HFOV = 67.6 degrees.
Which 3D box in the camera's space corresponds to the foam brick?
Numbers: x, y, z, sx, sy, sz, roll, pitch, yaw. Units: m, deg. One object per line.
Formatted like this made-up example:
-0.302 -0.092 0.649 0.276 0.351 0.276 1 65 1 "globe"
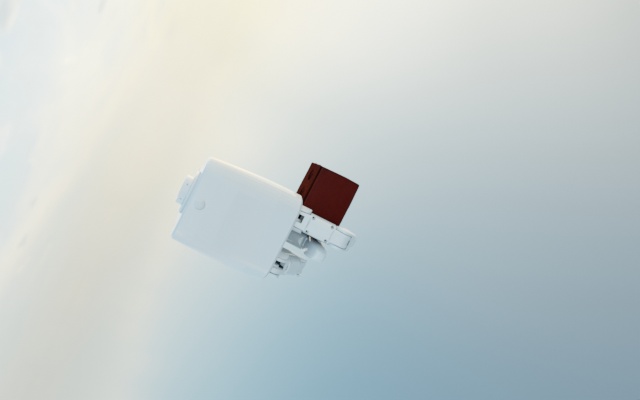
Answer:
0.000 0.002 0.544 0.051 0.078 0.053 27 2 -14 "foam brick"
